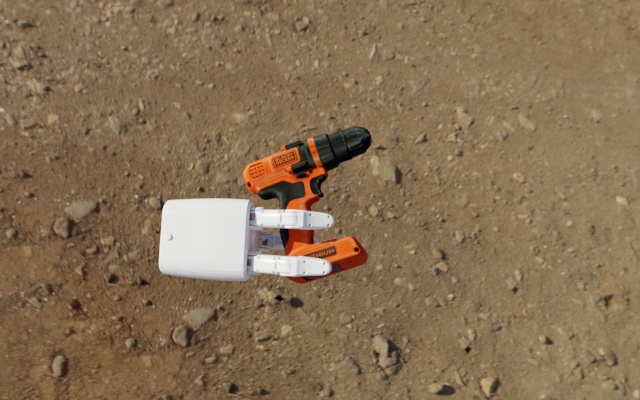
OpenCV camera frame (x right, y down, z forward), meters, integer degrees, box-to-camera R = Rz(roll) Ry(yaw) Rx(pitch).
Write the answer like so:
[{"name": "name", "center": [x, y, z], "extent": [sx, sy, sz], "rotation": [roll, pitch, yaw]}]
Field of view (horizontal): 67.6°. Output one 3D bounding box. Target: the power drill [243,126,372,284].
[{"name": "power drill", "center": [0.000, 0.003, 0.629], "extent": [0.184, 0.187, 0.057], "rotation": [-21, -26, 9]}]
